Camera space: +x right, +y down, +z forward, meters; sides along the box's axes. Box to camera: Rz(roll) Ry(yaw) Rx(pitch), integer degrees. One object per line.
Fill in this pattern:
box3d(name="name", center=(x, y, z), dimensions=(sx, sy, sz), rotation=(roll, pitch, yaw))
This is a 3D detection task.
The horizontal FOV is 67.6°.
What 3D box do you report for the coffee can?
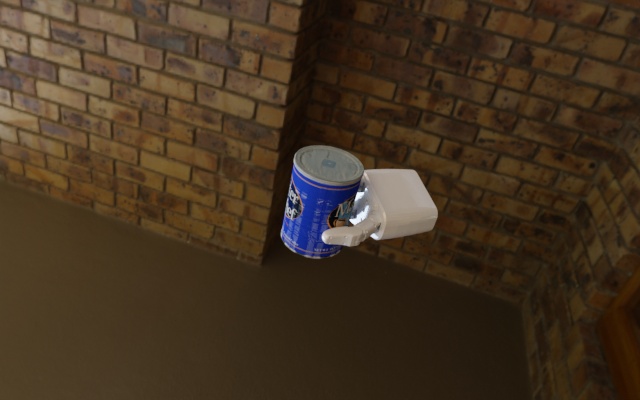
box3d(name="coffee can", center=(0.000, 0.002, 0.723), dimensions=(0.103, 0.140, 0.102), rotation=(9, 33, -6))
